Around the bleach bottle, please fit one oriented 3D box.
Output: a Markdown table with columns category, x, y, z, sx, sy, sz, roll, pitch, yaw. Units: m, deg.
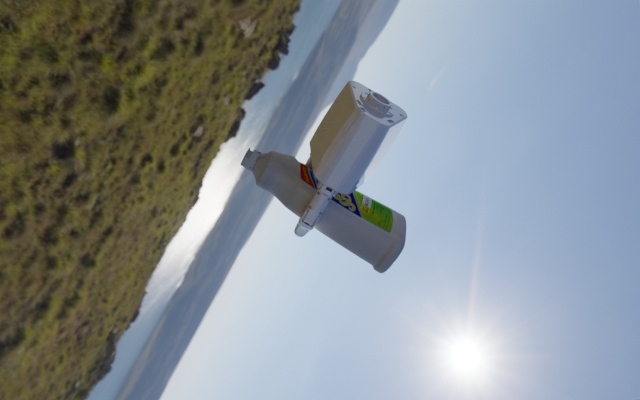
| category | x | y | z | sx | sy | sz | roll | pitch | yaw |
| --- | --- | --- | --- | --- | --- | --- | --- | --- | --- |
| bleach bottle | 0.000 | 0.002 | 0.682 | 0.251 | 0.068 | 0.102 | 29 | 30 | -5 |
